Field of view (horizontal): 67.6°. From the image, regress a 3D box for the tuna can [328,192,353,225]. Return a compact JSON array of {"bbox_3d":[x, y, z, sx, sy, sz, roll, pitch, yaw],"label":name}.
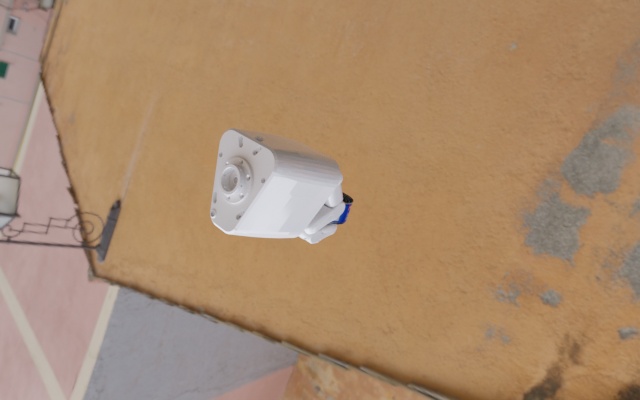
[{"bbox_3d":[0.000,0.003,0.661,0.086,0.034,0.086,17,12,-4],"label":"tuna can"}]
